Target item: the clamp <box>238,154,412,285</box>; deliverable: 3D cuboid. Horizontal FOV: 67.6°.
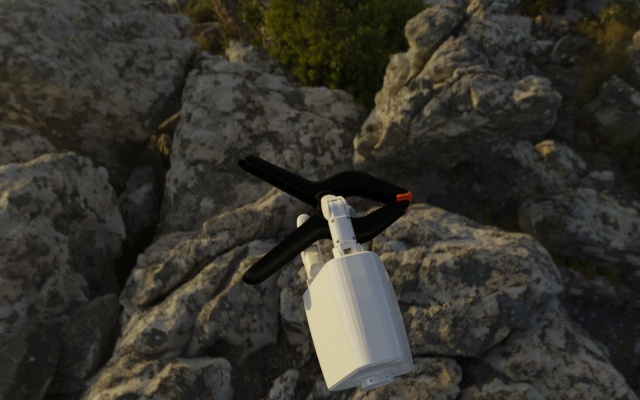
[{"bbox_3d":[0.001,0.002,0.564,0.210,0.164,0.036,-11,-26,-7],"label":"clamp"}]
